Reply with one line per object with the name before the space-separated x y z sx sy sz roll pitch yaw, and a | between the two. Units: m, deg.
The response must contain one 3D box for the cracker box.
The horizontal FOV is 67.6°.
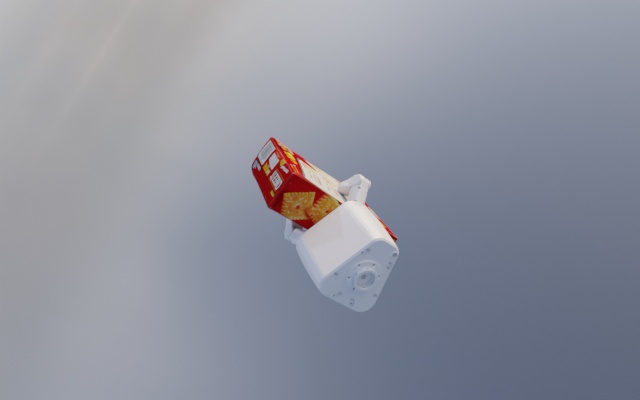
cracker box | 0.000 0.002 0.770 0.214 0.072 0.164 33 12 -29
